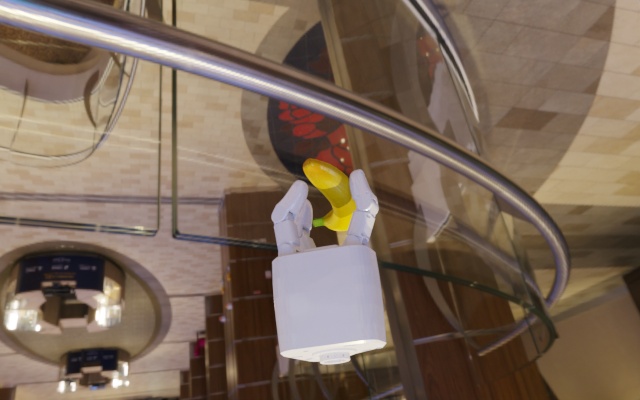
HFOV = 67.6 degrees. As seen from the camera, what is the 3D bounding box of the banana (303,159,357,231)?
[{"bbox_3d":[0.019,0.002,0.619,0.069,0.037,0.198,-3,-25,1],"label":"banana"}]
